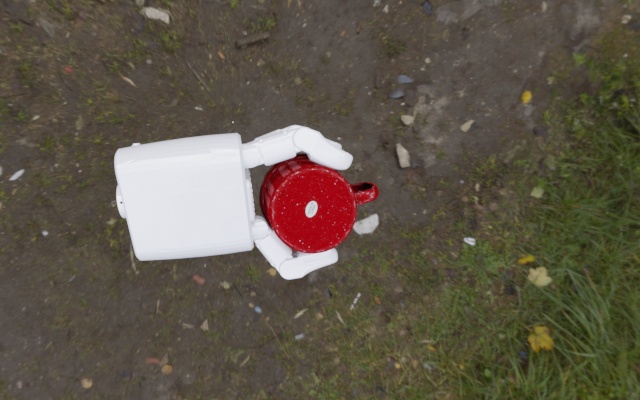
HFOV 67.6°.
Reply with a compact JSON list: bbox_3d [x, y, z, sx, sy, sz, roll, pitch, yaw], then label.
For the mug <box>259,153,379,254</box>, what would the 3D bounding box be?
[{"bbox_3d":[0.002,0.001,0.467,0.117,0.093,0.081,-9,11,-8],"label":"mug"}]
